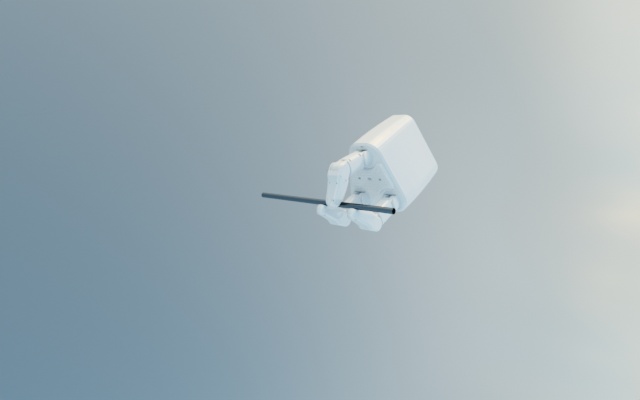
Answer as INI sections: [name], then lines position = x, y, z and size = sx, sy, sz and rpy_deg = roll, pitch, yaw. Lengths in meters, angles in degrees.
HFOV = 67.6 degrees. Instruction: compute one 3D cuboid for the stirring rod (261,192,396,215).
[stirring rod]
position = 0.000, 0.002, 0.653
size = 0.239, 0.011, 0.011
rpy_deg = 7, 5, 43
